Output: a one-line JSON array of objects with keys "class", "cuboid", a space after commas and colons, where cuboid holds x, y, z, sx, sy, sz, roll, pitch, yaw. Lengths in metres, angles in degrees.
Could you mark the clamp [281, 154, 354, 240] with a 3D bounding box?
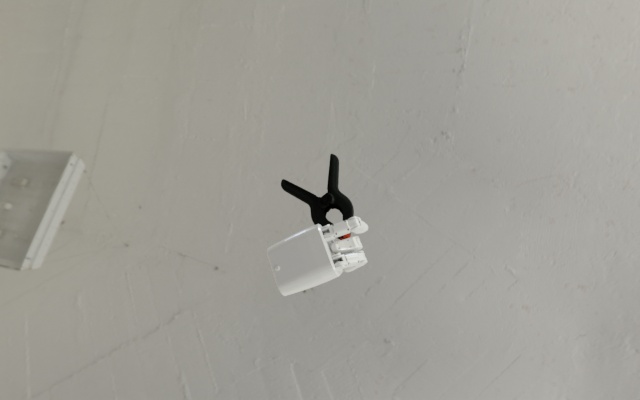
[{"class": "clamp", "cuboid": [0.000, 0.003, 0.888, 0.120, 0.171, 0.039, -22, -25, 6]}]
